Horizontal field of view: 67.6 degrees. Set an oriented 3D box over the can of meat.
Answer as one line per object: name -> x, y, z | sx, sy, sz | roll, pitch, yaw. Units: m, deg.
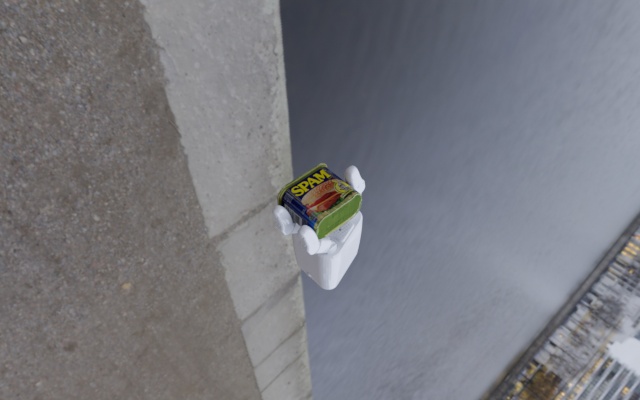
can of meat -> 0.000, 0.002, 0.723 | 0.102, 0.057, 0.084 | -34, 58, -29
